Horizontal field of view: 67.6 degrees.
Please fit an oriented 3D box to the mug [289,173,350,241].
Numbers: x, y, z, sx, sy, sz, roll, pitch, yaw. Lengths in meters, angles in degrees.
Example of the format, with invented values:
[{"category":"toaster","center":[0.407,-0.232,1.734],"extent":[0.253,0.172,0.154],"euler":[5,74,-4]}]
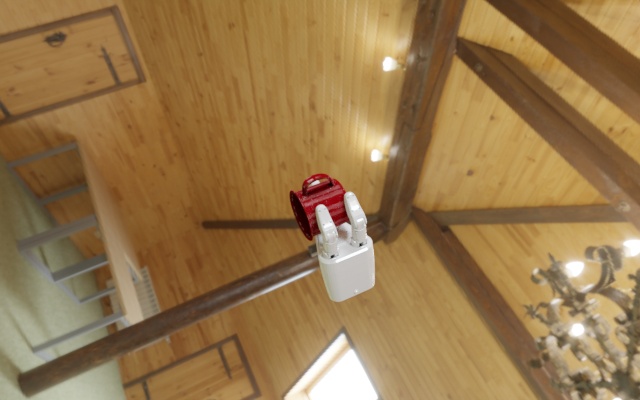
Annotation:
[{"category":"mug","center":[0.000,0.001,0.817],"extent":[0.081,0.117,0.093],"euler":[-22,40,-15]}]
